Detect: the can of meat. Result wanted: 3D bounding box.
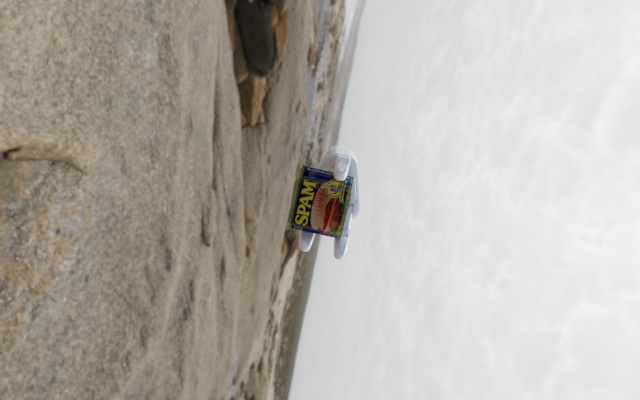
[{"bbox_3d":[0.000,0.002,0.729,0.084,0.102,0.057,13,13,-1],"label":"can of meat"}]
